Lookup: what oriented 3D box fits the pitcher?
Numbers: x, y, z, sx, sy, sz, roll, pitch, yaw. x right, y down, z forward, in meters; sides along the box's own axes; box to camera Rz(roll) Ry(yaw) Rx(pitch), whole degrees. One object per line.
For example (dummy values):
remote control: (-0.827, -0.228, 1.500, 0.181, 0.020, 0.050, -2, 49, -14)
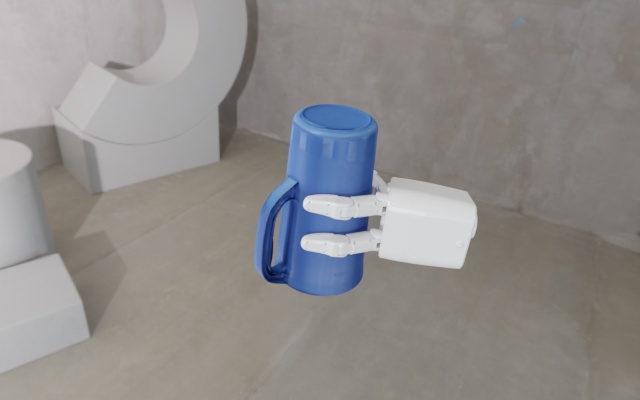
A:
pitcher: (0.000, 0.002, 0.647, 0.145, 0.243, 0.149, 10, 30, 7)
